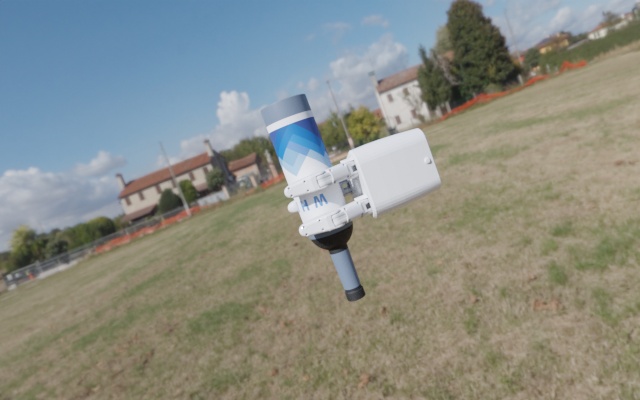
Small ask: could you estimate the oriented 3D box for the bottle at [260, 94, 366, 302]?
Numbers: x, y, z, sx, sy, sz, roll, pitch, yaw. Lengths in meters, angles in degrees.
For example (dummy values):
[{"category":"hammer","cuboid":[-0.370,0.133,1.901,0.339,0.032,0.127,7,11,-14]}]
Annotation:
[{"category":"bottle","cuboid":[0.000,0.002,0.671,0.069,0.296,0.069,-21,5,2]}]
